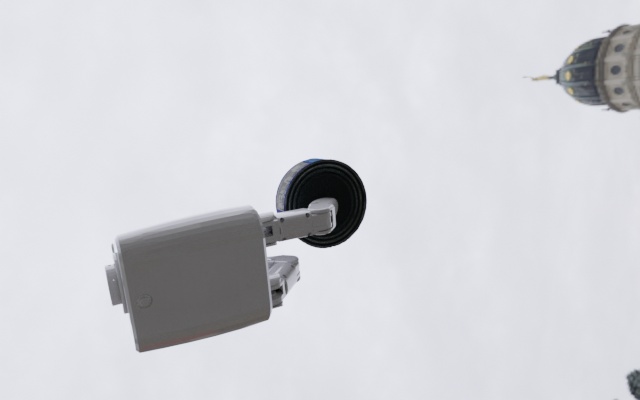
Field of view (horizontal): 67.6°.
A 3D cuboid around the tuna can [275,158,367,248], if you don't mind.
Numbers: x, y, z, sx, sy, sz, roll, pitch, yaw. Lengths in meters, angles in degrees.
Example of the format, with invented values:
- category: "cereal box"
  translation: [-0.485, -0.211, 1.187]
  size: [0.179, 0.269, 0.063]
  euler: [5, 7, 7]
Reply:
- category: "tuna can"
  translation: [0.000, 0.001, 0.468]
  size: [0.086, 0.086, 0.033]
  euler: [0, 8, -24]
